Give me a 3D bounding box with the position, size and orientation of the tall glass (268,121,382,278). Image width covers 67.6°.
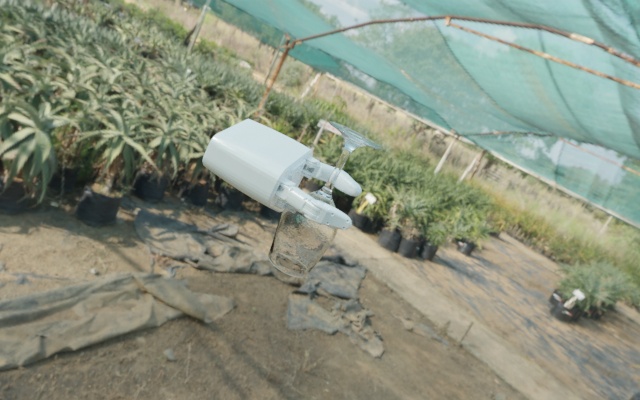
[{"bbox_3d":[0.001,0.002,0.629,0.079,0.201,0.079,25,14,-7],"label":"tall glass"}]
